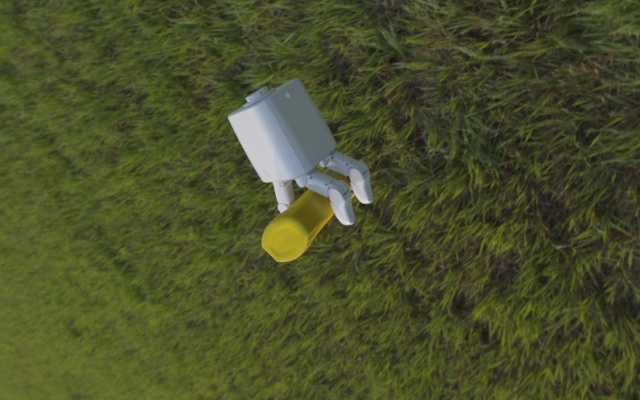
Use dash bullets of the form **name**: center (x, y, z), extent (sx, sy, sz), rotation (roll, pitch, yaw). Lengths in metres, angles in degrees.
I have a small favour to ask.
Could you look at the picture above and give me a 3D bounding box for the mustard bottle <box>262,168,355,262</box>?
- **mustard bottle**: center (0.000, 0.003, 0.670), extent (0.191, 0.058, 0.096), rotation (-46, -1, -43)
